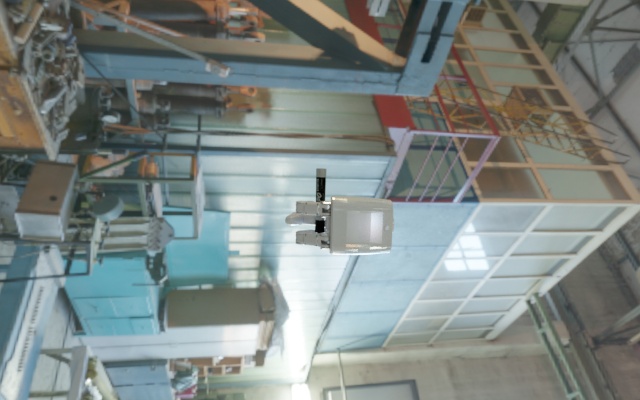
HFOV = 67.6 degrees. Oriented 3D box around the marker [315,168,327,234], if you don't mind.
[{"bbox_3d":[0.000,0.003,0.856,0.020,0.121,0.020,2,6,0],"label":"marker"}]
